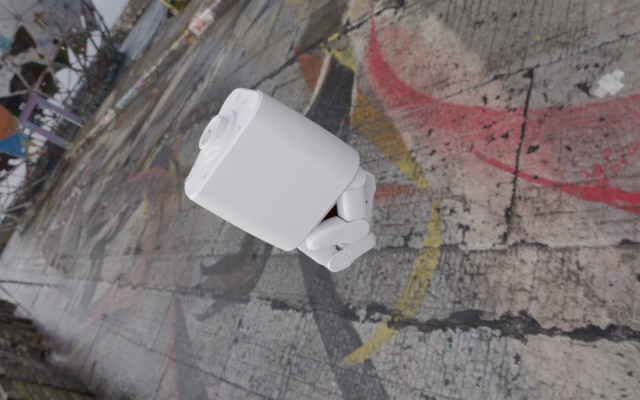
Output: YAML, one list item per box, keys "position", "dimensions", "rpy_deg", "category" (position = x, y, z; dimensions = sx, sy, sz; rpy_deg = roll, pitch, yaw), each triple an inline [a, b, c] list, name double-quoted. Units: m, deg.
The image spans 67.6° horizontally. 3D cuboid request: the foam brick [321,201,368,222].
- position: [0.000, 0.002, 0.492]
  dimensions: [0.051, 0.053, 0.078]
  rpy_deg: [30, 0, -30]
  category: "foam brick"
